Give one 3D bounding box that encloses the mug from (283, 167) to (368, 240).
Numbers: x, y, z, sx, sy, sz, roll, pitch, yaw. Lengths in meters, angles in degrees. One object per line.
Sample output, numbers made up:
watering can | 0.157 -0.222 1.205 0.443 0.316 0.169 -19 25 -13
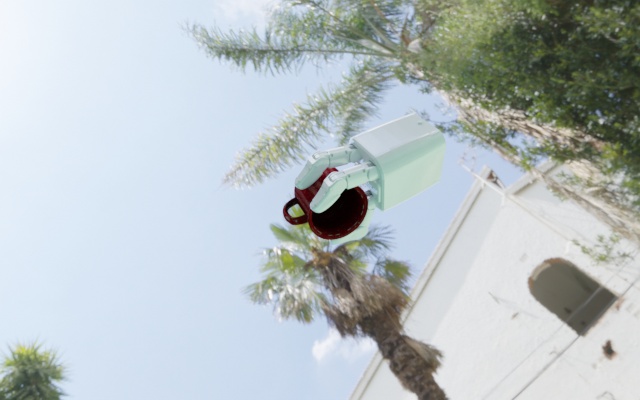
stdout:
mug | -0.001 0.003 0.701 0.117 0.093 0.081 -24 37 -11
